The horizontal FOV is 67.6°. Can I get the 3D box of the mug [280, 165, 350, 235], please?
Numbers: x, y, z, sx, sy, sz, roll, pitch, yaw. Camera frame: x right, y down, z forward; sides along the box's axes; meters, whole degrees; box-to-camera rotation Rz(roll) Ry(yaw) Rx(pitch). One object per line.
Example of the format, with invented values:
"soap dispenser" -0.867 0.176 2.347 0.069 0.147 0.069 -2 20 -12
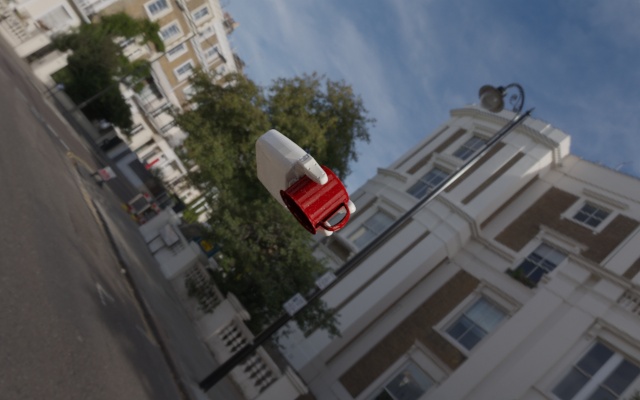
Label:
"mug" 0.001 0.003 0.782 0.117 0.081 0.093 42 -16 32
